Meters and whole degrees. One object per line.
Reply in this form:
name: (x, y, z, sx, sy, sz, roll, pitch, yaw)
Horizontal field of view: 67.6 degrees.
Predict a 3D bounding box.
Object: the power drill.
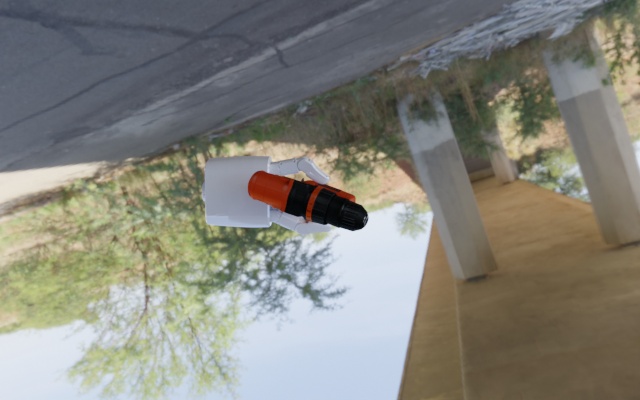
power drill: (0.000, 0.002, 0.749, 0.184, 0.057, 0.187, 20, 2, 16)
